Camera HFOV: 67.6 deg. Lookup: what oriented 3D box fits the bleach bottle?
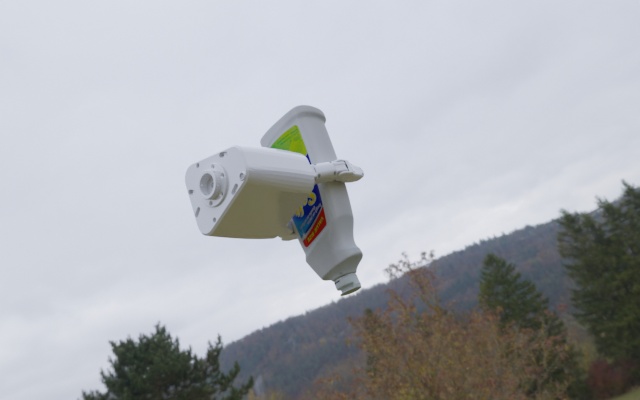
[{"bbox_3d":[0.000,0.002,0.641,0.102,0.250,0.068,-36,-25,32],"label":"bleach bottle"}]
